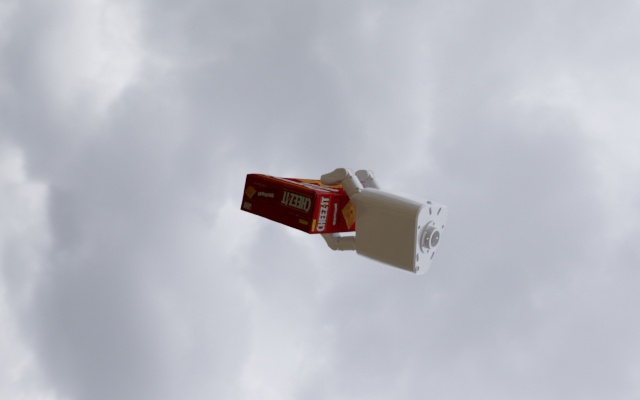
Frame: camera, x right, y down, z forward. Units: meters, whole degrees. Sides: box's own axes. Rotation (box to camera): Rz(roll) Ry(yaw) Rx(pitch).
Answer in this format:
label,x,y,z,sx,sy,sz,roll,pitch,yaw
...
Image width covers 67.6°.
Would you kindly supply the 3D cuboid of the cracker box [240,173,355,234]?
label,x,y,z,sx,sy,sz,roll,pitch,yaw
cracker box,0.000,0.003,0.814,0.164,0.072,0.214,15,8,40
